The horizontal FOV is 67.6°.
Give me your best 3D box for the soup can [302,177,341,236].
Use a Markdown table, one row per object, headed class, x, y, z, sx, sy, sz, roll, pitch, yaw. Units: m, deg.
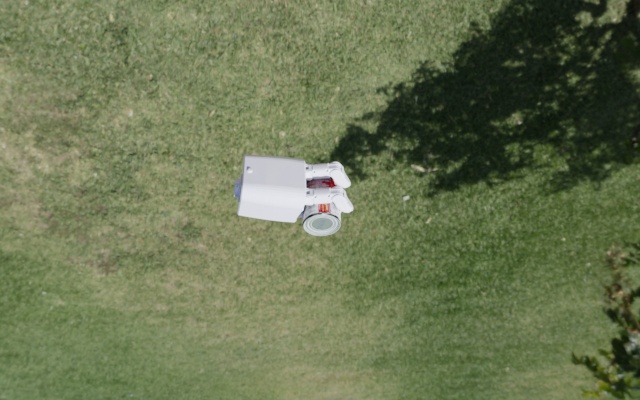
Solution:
| class | x | y | z | sx | sy | sz | roll | pitch | yaw |
| --- | --- | --- | --- | --- | --- | --- | --- | --- | --- |
| soup can | 0.001 | 0.003 | 0.845 | 0.068 | 0.102 | 0.069 | -2 | -38 | -1 |
